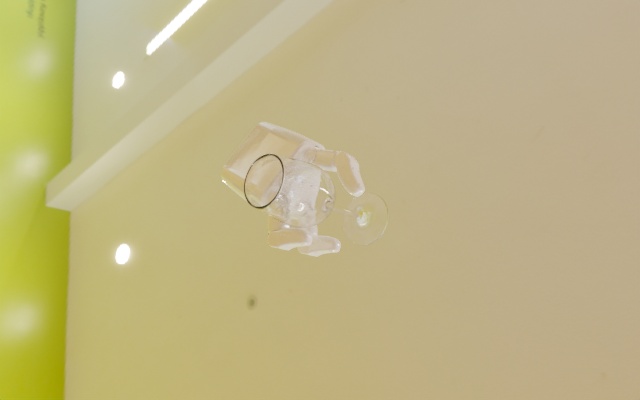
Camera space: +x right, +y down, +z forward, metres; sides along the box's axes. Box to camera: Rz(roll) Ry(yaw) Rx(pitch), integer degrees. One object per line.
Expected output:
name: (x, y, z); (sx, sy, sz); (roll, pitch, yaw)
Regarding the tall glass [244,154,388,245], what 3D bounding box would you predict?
tall glass: (0.001, 0.002, 0.589); (0.079, 0.079, 0.201); (0, -14, 40)
